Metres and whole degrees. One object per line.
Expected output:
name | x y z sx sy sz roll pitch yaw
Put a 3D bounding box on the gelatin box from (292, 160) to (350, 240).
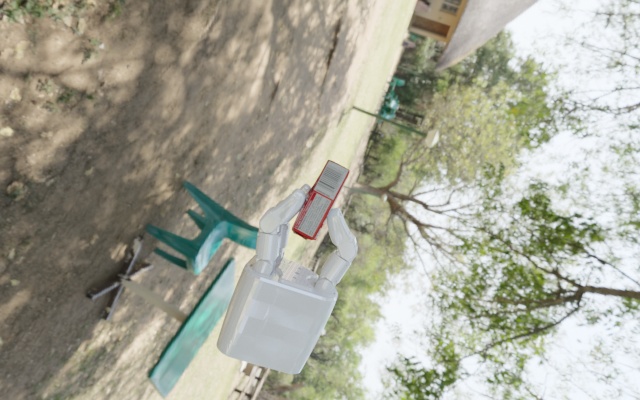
gelatin box | 0.001 0.002 0.546 0.030 0.089 0.073 28 -2 3
